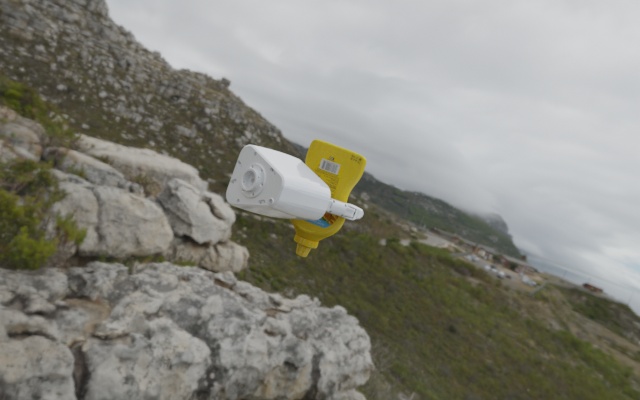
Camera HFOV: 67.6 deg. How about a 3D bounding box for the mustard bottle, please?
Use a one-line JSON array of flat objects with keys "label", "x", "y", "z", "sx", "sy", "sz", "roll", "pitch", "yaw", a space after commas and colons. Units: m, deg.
[{"label": "mustard bottle", "x": 0.000, "y": 0.002, "z": 0.791, "sx": 0.096, "sy": 0.191, "sz": 0.058, "roll": 21, "pitch": 4, "yaw": 14}]
